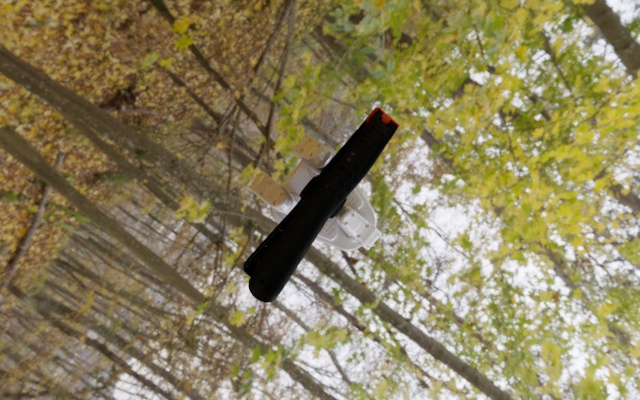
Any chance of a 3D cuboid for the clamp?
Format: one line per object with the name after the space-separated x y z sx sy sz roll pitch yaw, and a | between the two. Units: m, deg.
0.001 0.001 0.429 0.036 0.210 0.164 40 -2 -8 | clamp
